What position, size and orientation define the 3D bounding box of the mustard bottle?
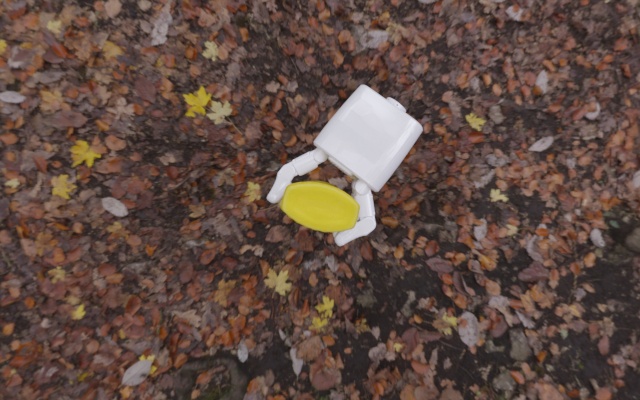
[{"bbox_3d":[0.000,0.003,0.670,0.096,0.058,0.191,13,4,-1],"label":"mustard bottle"}]
